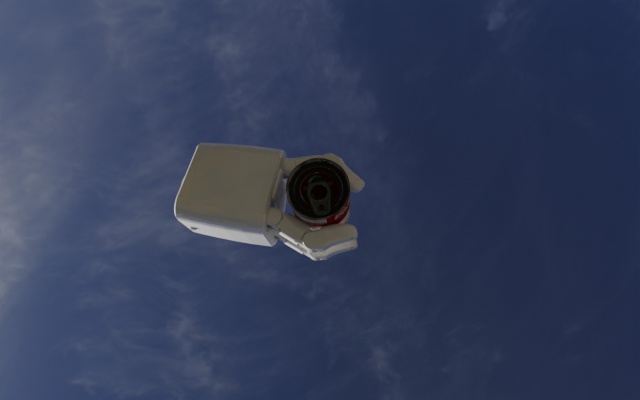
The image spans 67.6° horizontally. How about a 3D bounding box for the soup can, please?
[{"bbox_3d":[0.001,0.002,0.548,0.068,0.068,0.102,0,-17,3],"label":"soup can"}]
